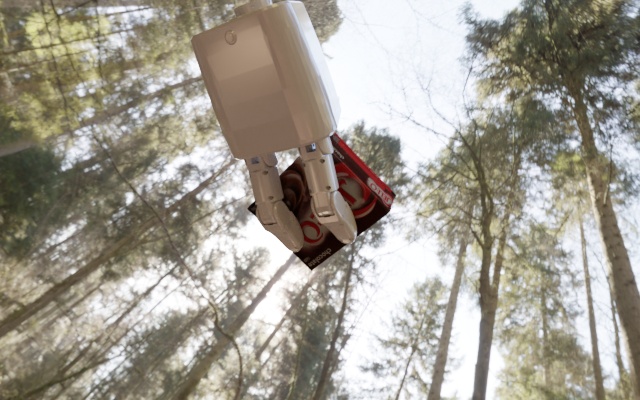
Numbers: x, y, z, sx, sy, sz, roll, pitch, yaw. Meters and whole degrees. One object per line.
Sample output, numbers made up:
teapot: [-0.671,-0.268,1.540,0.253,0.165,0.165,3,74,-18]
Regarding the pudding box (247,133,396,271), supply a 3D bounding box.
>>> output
pudding box: [0.000,0.001,0.449,0.113,0.090,0.039,-41,7,35]
